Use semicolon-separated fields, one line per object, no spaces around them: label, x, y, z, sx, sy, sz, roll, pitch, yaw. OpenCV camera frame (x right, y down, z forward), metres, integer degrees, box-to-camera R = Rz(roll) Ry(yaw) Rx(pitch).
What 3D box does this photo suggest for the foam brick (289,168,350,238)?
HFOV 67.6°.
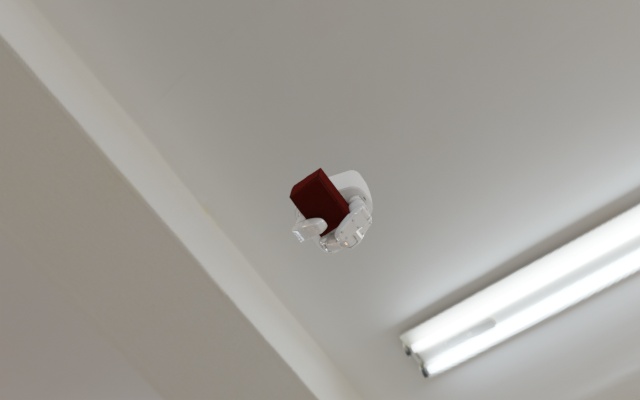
foam brick;0.000;0.002;0.680;0.053;0.078;0.051;-33;15;13
